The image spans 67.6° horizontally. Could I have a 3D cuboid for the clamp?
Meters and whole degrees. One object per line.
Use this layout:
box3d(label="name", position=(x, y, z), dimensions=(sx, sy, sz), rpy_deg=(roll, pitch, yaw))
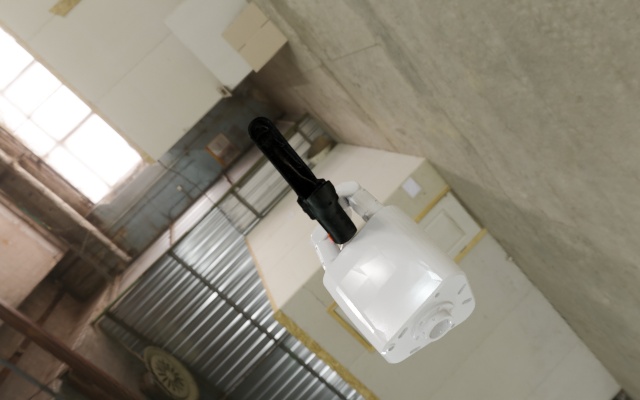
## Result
box3d(label="clamp", position=(0.000, 0.002, 0.458), dimensions=(0.171, 0.039, 0.120), rpy_deg=(50, 3, -46))
